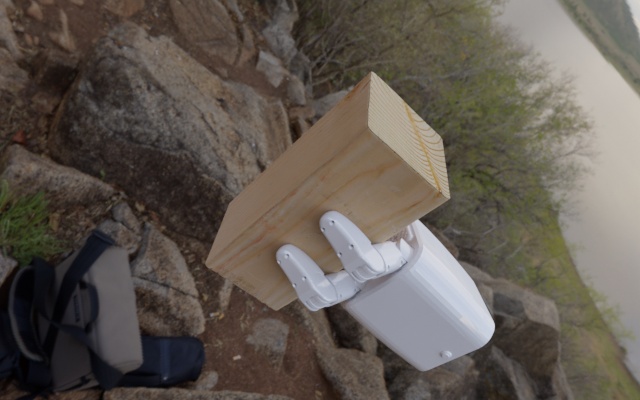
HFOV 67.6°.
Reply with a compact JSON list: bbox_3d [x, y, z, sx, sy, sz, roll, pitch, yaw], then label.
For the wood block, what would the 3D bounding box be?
[{"bbox_3d":[0.000,0.001,0.422,0.090,0.090,0.206,38,-55,-21],"label":"wood block"}]
